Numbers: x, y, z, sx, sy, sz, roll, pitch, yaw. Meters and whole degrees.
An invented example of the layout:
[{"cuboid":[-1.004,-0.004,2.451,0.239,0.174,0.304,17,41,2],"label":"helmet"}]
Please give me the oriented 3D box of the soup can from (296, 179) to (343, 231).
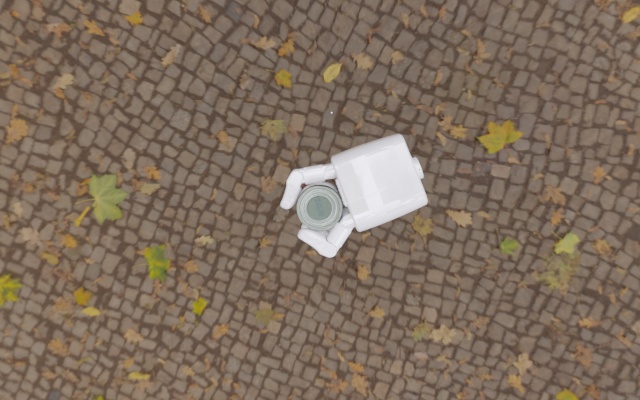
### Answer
[{"cuboid":[0.000,0.002,0.712,0.068,0.068,0.102,0,10,1],"label":"soup can"}]
